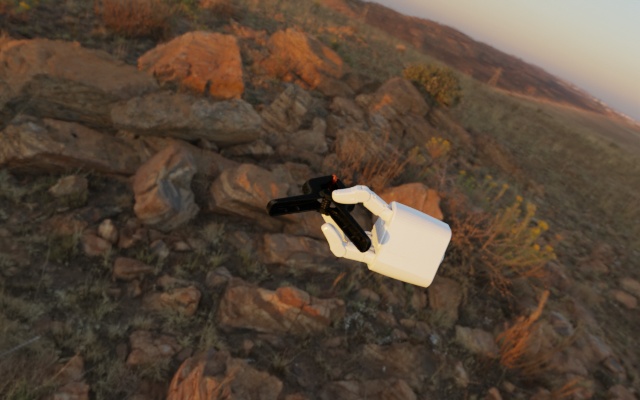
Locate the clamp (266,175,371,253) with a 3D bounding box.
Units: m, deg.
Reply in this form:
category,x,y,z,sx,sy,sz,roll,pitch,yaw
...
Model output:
category,x,y,z,sx,sy,sz,roll,pitch,yaw
clamp,0.001,0.002,0.783,0.164,0.036,0.210,20,24,-7
